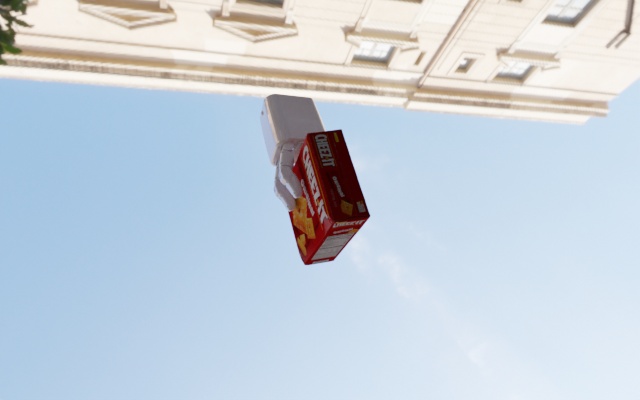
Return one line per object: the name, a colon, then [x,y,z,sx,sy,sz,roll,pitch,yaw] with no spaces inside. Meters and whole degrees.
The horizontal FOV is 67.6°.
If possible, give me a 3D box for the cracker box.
cracker box: [0.000,0.003,0.842,0.072,0.164,0.214,-9,-23,-19]
